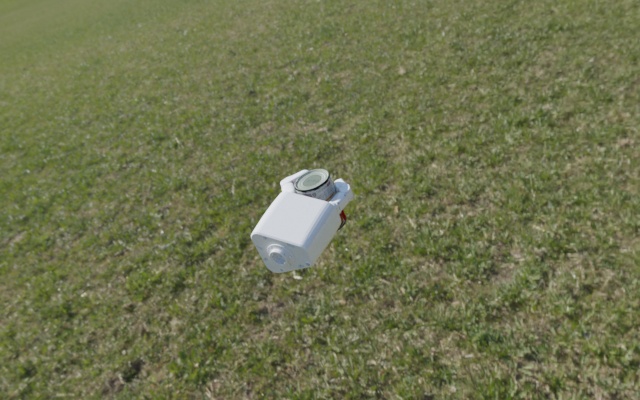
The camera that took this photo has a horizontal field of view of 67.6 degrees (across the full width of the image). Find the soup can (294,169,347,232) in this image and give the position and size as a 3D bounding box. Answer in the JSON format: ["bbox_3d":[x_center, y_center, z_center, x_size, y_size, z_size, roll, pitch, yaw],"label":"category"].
[{"bbox_3d":[0.000,0.002,0.863,0.068,0.102,0.068,-16,32,10],"label":"soup can"}]
